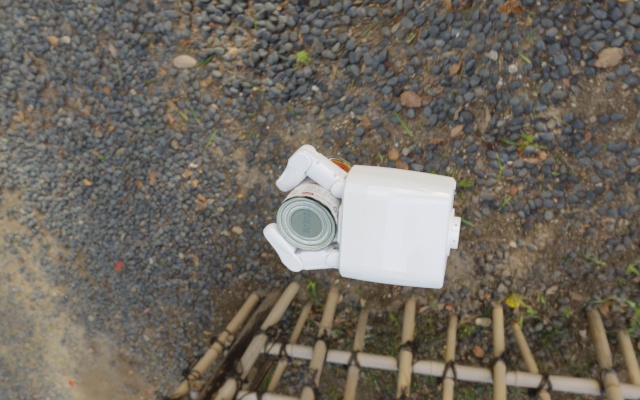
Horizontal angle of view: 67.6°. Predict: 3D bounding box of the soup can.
[{"bbox_3d":[0.000,0.002,0.533,0.068,0.068,0.102,0,29,21],"label":"soup can"}]
